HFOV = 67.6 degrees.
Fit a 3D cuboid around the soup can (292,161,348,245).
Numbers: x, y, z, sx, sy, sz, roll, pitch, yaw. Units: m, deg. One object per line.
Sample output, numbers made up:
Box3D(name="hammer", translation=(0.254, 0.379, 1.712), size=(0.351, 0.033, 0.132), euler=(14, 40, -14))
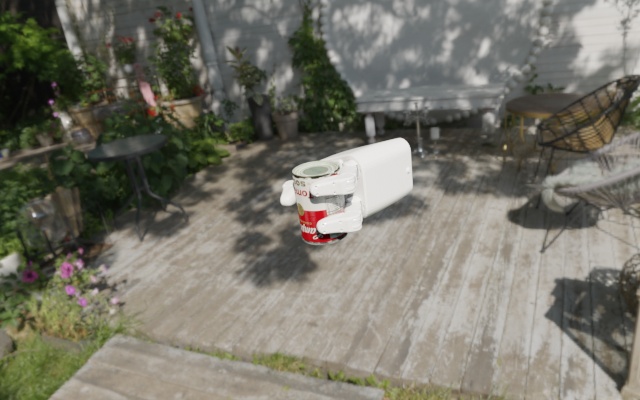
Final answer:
Box3D(name="soup can", translation=(0.000, 0.002, 0.671), size=(0.068, 0.102, 0.068), euler=(-7, 22, 3))
